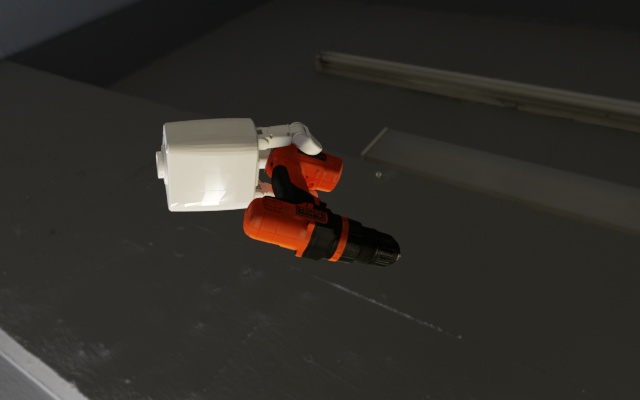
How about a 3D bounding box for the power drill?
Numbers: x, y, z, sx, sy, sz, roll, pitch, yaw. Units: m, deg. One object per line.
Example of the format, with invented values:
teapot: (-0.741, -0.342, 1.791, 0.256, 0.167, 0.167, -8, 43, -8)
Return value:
power drill: (0.000, 0.002, 0.593, 0.184, 0.057, 0.187, 17, 28, -16)
